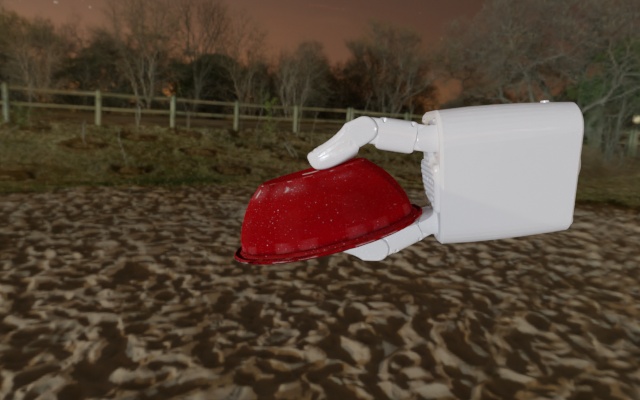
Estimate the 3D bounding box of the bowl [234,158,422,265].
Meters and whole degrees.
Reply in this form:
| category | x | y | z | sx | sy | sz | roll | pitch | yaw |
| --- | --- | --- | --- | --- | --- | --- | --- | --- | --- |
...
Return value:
| category | x | y | z | sx | sy | sz | roll | pitch | yaw |
| --- | --- | --- | --- | --- | --- | --- | --- | --- | --- |
| bowl | -0.001 | 0.001 | 0.401 | 0.162 | 0.055 | 0.162 | -14 | 7 | 2 |
